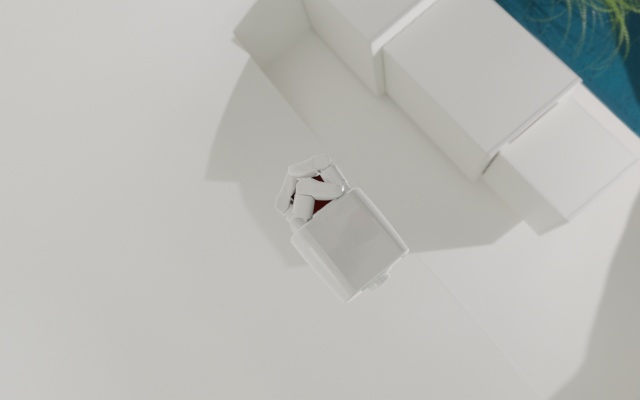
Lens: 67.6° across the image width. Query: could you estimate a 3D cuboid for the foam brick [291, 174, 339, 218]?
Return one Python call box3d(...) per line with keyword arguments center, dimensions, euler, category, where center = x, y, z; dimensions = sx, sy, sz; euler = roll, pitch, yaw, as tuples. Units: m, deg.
box3d(center=(0.000, 0.002, 0.681), dimensions=(0.053, 0.051, 0.078), euler=(-42, -13, 4), category="foam brick")
